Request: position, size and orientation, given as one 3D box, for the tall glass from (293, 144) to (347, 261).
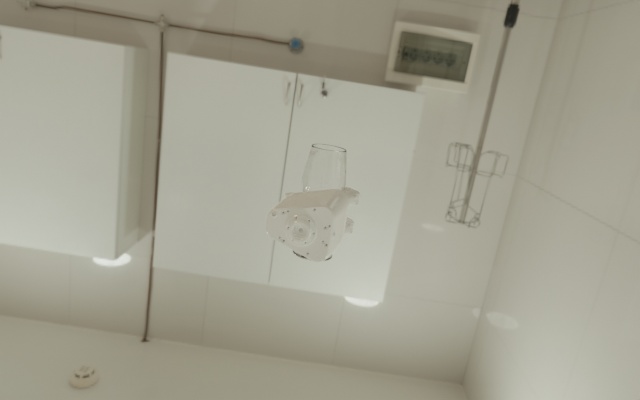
[{"bbox_3d":[0.000,0.003,0.858,0.079,0.201,0.079,8,15,-2],"label":"tall glass"}]
